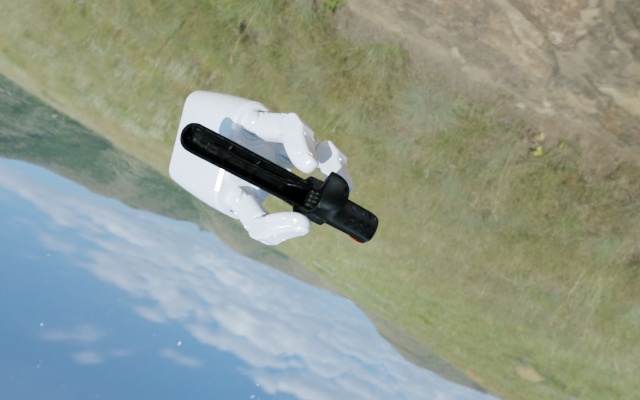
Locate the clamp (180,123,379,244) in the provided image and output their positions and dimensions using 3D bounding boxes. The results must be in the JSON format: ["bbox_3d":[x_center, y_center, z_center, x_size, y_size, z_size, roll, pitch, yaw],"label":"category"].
[{"bbox_3d":[0.000,0.002,0.413,0.164,0.036,0.210,23,-6,42],"label":"clamp"}]
